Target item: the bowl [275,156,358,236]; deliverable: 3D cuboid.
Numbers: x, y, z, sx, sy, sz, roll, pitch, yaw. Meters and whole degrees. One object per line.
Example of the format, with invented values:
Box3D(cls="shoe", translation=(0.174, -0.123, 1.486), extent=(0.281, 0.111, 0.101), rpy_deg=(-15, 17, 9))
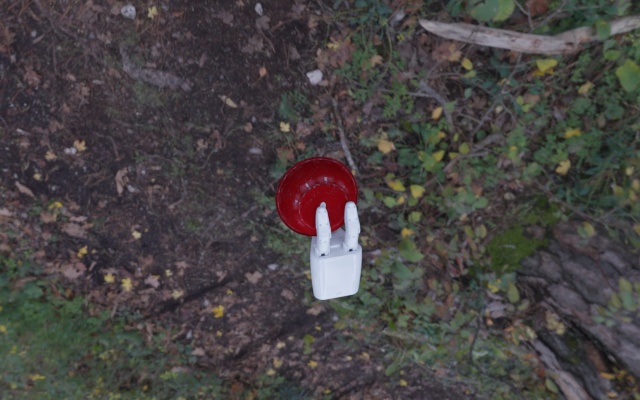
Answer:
Box3D(cls="bowl", translation=(0.000, 0.002, 0.881), extent=(0.162, 0.162, 0.055), rpy_deg=(0, 20, -14))
